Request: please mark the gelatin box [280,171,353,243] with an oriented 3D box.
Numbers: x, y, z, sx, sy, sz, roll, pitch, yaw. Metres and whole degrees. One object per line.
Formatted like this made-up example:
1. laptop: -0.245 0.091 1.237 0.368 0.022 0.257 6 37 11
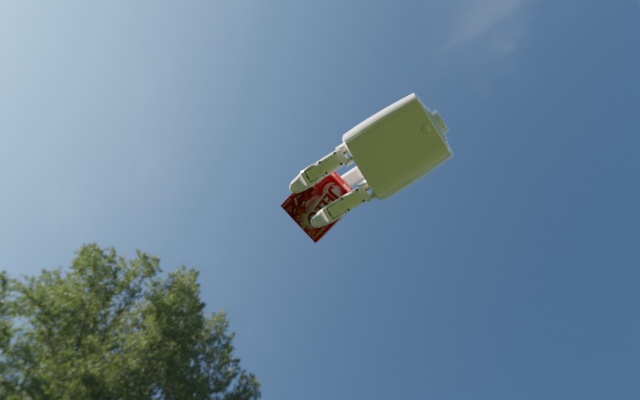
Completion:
1. gelatin box: 0.000 0.002 0.659 0.089 0.073 0.030 -46 -7 21
